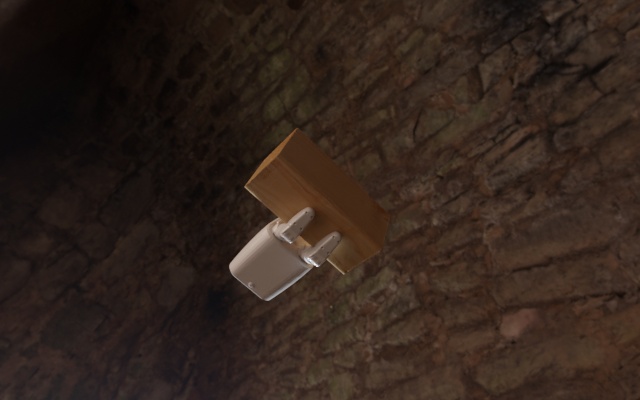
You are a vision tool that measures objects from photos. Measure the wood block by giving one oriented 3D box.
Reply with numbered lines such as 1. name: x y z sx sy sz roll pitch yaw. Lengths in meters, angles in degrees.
1. wood block: 0.000 0.003 0.735 0.090 0.206 0.090 -39 16 34
